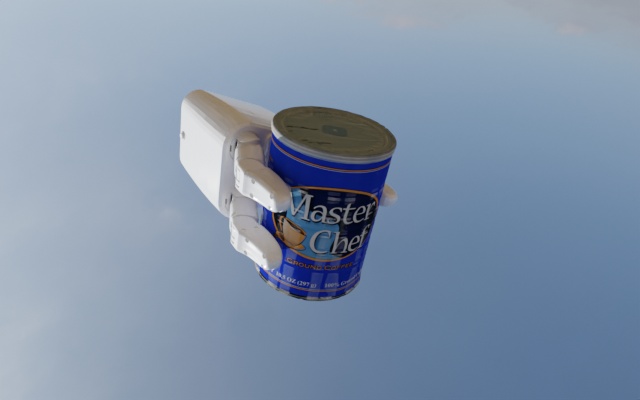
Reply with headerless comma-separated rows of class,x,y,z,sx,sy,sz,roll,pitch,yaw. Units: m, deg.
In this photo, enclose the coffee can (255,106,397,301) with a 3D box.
coffee can,0.000,0.001,0.420,0.103,0.140,0.102,9,29,-5
